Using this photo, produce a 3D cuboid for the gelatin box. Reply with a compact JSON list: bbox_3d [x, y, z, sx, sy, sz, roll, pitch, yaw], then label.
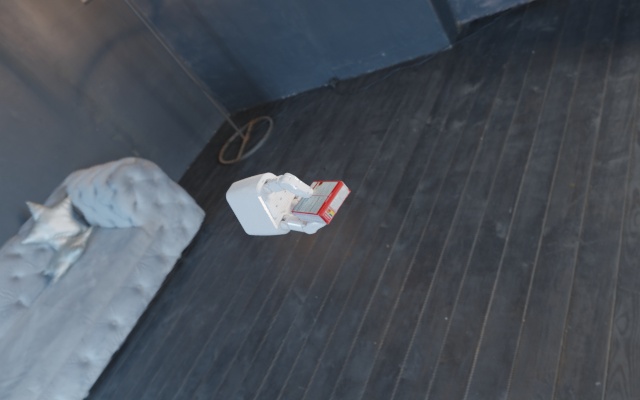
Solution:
[{"bbox_3d":[0.000,0.002,0.826,0.030,0.073,0.089,46,-23,-27],"label":"gelatin box"}]
